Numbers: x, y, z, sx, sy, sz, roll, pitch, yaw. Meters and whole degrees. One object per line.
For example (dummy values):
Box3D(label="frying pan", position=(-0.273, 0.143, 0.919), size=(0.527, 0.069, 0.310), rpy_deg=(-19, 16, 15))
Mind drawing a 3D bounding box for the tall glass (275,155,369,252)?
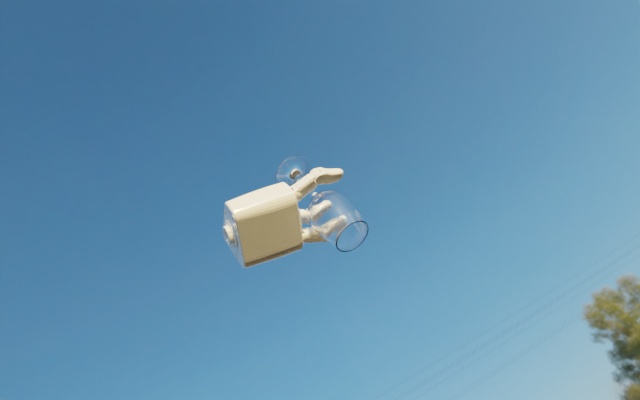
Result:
Box3D(label="tall glass", position=(0.000, 0.002, 0.817), size=(0.079, 0.079, 0.201), rpy_deg=(0, 33, -38))
